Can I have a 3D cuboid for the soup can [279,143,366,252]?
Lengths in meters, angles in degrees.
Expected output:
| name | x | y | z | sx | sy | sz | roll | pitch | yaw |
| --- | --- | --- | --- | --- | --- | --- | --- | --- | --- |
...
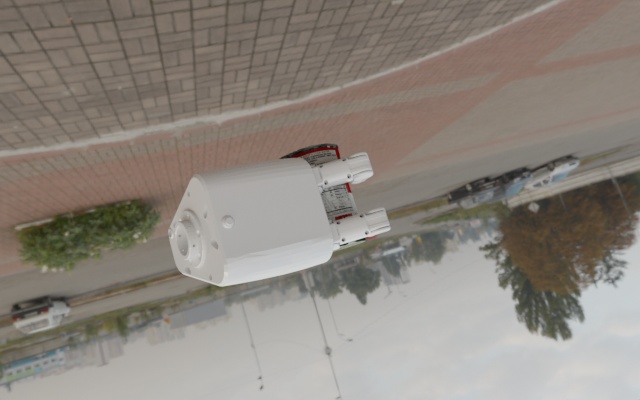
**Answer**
| name | x | y | z | sx | sy | sz | roll | pitch | yaw |
| --- | --- | --- | --- | --- | --- | --- | --- | --- | --- |
| soup can | 0.000 | 0.002 | 0.485 | 0.068 | 0.102 | 0.068 | -16 | -8 | -2 |
